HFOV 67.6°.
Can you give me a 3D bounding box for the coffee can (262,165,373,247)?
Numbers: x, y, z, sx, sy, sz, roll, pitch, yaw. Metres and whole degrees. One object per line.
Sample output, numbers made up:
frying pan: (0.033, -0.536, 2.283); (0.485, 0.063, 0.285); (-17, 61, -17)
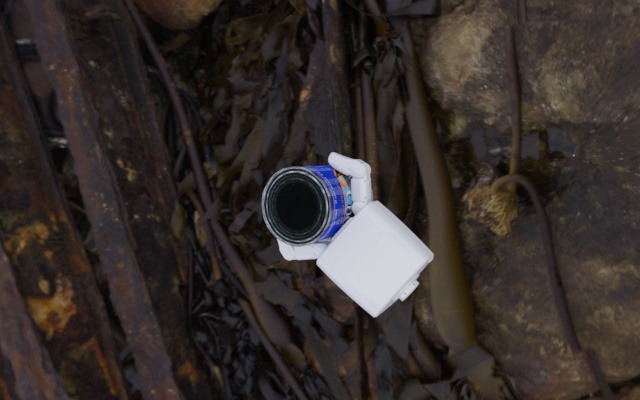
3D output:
coffee can: (0.000, 0.002, 0.663); (0.103, 0.103, 0.140); (0, 5, 28)
